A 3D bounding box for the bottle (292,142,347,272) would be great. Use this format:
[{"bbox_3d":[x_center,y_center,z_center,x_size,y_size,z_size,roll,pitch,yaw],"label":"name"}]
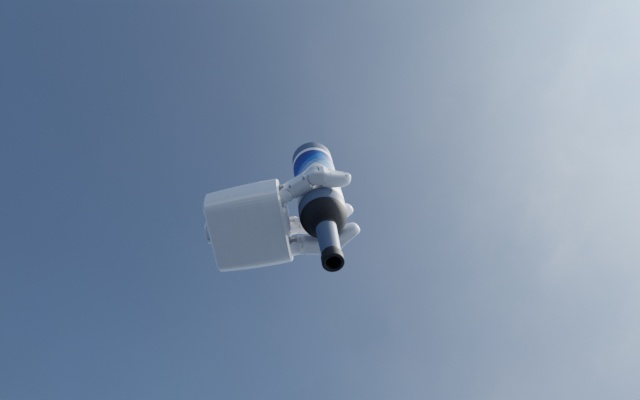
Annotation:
[{"bbox_3d":[0.000,0.002,0.687,0.069,0.069,0.295,0,29,-7],"label":"bottle"}]
